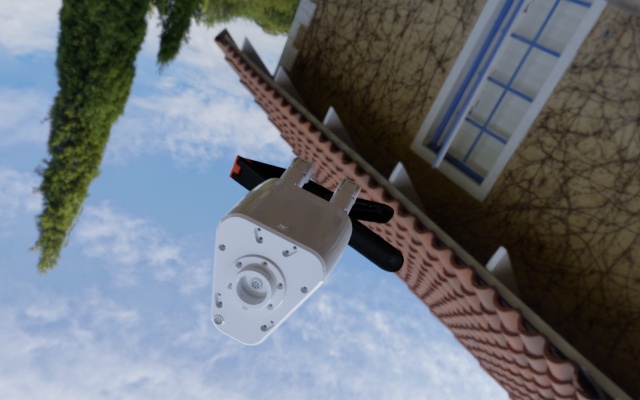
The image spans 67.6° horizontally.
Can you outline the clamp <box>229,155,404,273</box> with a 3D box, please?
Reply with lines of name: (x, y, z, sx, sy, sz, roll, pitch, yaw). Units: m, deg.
clamp: (-0.001, 0.002, 0.547, 0.210, 0.036, 0.164, 26, 16, 4)
